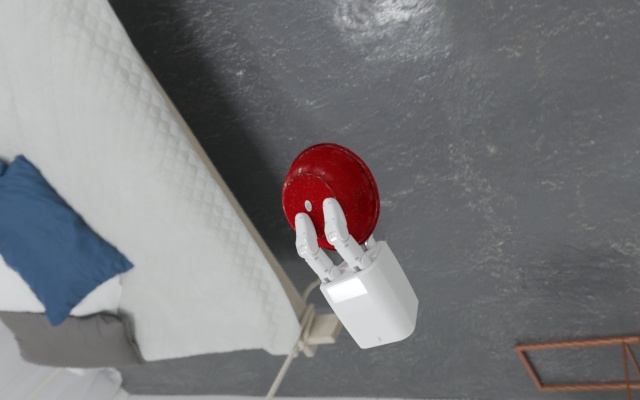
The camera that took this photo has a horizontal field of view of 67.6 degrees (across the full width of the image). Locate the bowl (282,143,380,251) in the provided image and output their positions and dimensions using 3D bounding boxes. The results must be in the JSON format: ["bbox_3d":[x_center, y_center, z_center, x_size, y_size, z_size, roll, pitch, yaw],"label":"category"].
[{"bbox_3d":[-0.001,0.001,0.672,0.162,0.162,0.055,0,13,36],"label":"bowl"}]
